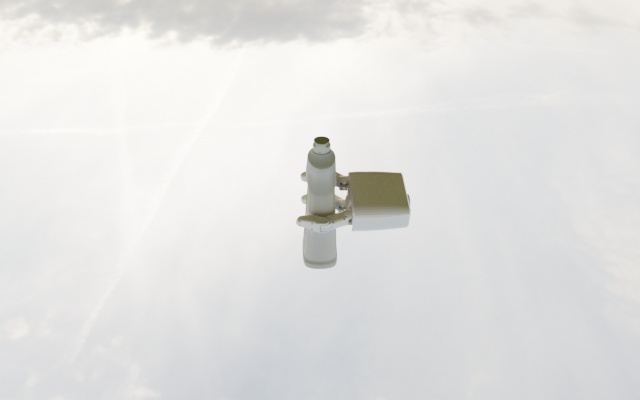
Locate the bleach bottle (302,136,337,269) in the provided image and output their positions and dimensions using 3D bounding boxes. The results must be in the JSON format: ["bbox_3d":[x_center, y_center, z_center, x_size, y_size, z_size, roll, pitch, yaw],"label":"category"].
[{"bbox_3d":[0.000,0.003,0.881,0.068,0.251,0.102,-1,37,-3],"label":"bleach bottle"}]
